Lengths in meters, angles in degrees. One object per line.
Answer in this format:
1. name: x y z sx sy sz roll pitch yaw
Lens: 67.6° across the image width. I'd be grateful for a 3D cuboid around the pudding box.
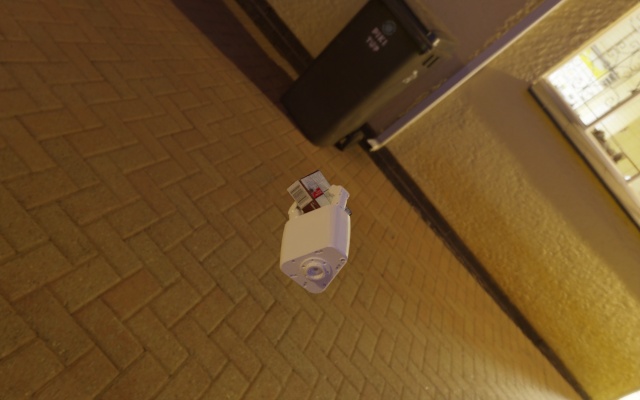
1. pudding box: 0.000 0.003 0.896 0.039 0.113 0.090 -37 -3 28
